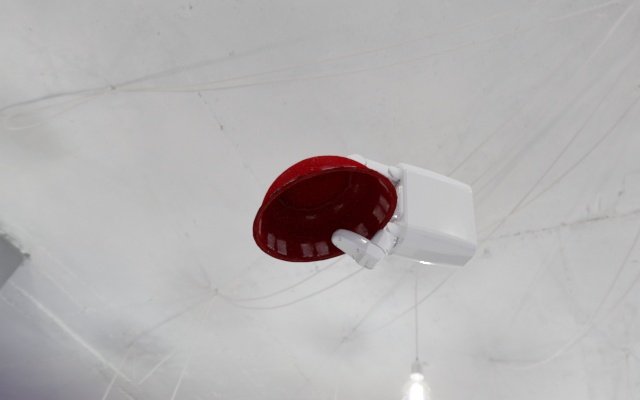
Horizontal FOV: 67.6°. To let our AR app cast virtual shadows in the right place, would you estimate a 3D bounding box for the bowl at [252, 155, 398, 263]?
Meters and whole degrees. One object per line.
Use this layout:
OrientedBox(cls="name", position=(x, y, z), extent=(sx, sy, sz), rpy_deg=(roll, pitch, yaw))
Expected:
OrientedBox(cls="bowl", position=(-0.001, 0.001, 0.529), extent=(0.162, 0.055, 0.162), rpy_deg=(-12, -38, -9))
